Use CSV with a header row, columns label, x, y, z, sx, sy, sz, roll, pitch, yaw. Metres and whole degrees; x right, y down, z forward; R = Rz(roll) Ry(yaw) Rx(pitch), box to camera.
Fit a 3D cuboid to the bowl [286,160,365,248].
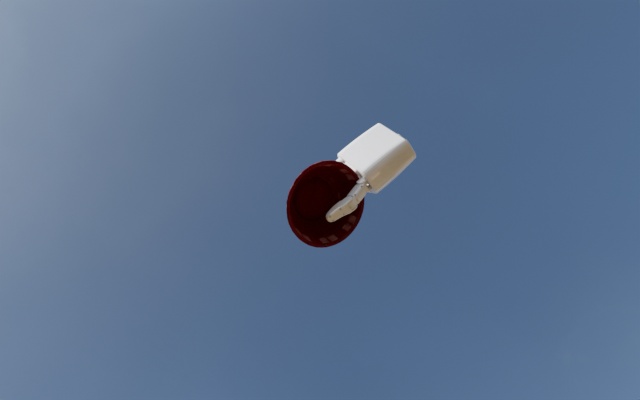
label,x,y,z,sx,sy,sz,roll,pitch,yaw
bowl,-0.001,0.003,0.884,0.162,0.162,0.055,0,11,-29
